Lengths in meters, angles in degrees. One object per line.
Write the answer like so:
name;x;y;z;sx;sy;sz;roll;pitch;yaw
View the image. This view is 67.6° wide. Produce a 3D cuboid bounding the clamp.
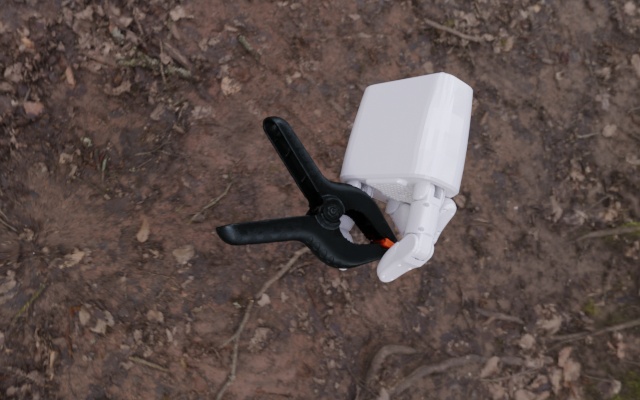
clamp;0.000;0.001;0.430;0.171;0.120;0.039;21;-14;-28
